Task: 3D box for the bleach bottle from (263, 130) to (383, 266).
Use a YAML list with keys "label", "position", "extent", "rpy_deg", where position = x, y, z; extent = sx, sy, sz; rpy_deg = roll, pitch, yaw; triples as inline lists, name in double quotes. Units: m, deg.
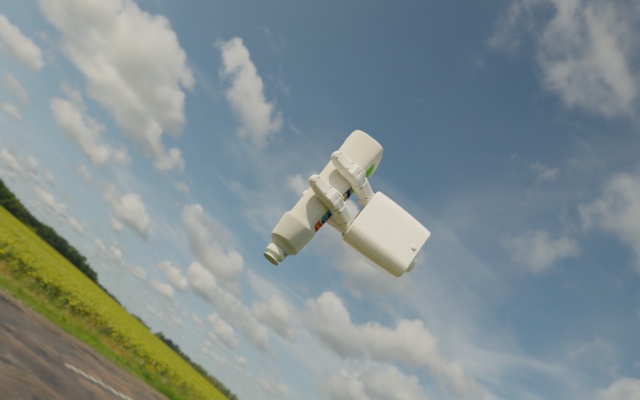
- label: "bleach bottle"
  position: [0.000, 0.002, 0.754]
  extent: [0.068, 0.250, 0.103]
  rpy_deg: [37, -24, 7]
